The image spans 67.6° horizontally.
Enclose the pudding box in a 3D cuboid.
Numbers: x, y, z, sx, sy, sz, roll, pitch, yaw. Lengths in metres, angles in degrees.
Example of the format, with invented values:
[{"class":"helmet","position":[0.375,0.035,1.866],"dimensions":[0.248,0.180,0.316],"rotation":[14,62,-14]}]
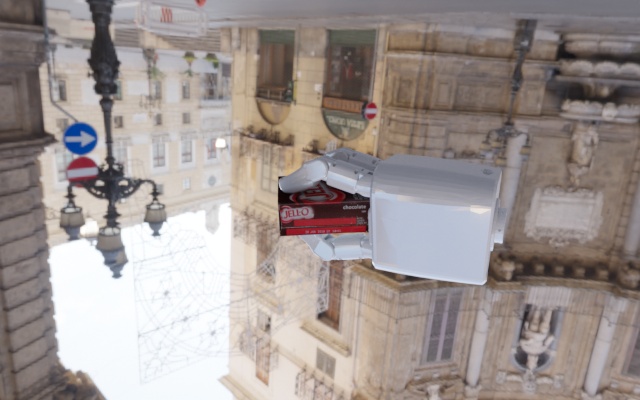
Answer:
[{"class":"pudding box","position":[0.000,0.002,0.501],"dimensions":[0.090,0.039,0.113],"rotation":[-1,14,-5]}]
